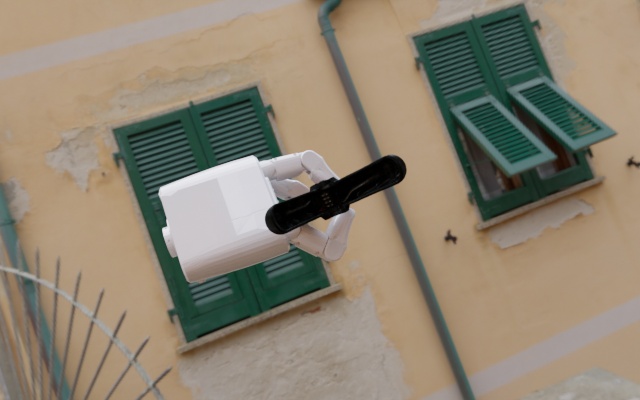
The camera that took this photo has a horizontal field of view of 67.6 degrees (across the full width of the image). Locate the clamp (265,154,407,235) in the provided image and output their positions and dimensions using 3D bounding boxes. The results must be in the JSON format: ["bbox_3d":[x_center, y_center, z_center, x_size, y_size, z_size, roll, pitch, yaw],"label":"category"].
[{"bbox_3d":[0.000,0.001,0.444,0.120,0.039,0.171,-18,-4,-12],"label":"clamp"}]
